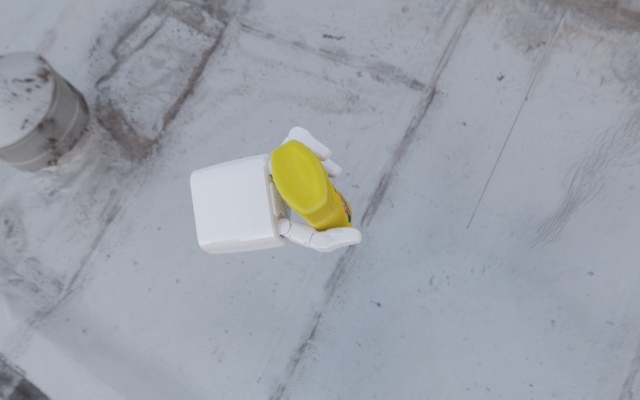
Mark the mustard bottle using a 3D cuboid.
[{"bbox_3d":[0.000,0.002,0.612,0.058,0.096,0.192,-32,-25,3],"label":"mustard bottle"}]
